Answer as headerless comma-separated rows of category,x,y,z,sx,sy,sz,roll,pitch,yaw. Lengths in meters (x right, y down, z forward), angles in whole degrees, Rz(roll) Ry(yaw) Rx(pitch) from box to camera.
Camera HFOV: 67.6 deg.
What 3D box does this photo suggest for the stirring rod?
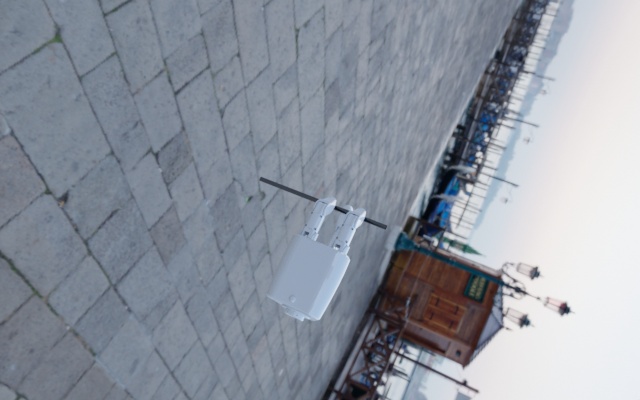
stirring rod,0.000,0.003,0.814,0.239,0.011,0.011,21,7,18
